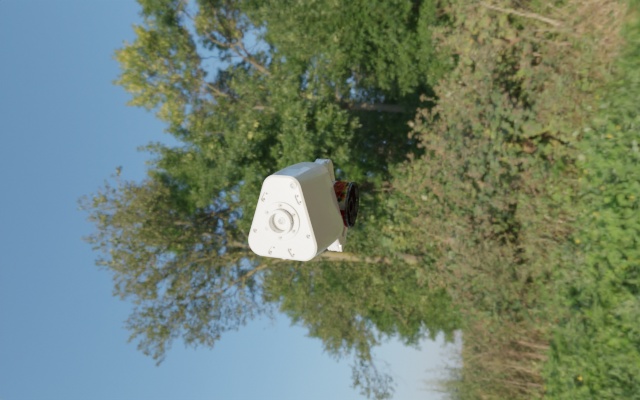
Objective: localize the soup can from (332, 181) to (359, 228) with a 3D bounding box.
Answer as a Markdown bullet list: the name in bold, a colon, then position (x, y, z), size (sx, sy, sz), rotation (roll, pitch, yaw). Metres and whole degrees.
- **soup can**: position (0.000, 0.002, 0.712), size (0.102, 0.068, 0.068), rotation (5, 1, 18)
